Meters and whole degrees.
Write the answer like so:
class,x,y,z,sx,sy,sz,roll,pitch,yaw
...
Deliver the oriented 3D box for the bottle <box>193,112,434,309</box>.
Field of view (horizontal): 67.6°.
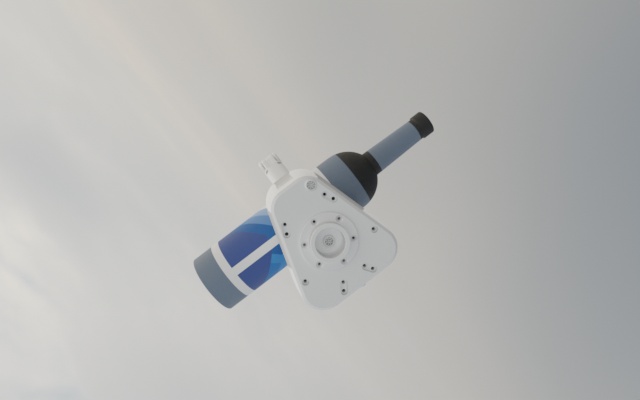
class,x,y,z,sx,sy,sz,roll,pitch,yaw
bottle,0.000,0.002,0.523,0.295,0.069,0.069,-37,1,-2
